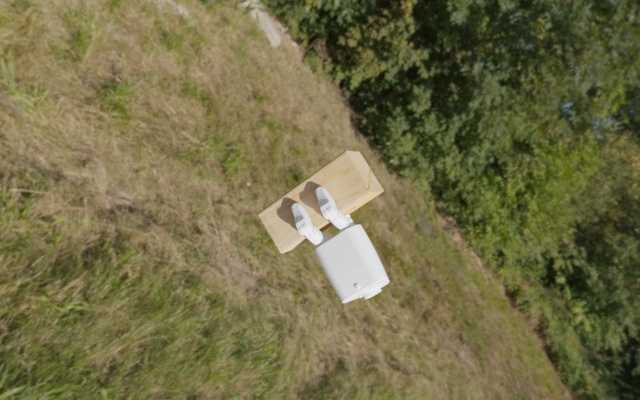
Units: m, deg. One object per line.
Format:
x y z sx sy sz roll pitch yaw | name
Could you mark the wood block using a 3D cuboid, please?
0.001 0.003 0.883 0.206 0.090 0.091 -34 -8 20 | wood block
